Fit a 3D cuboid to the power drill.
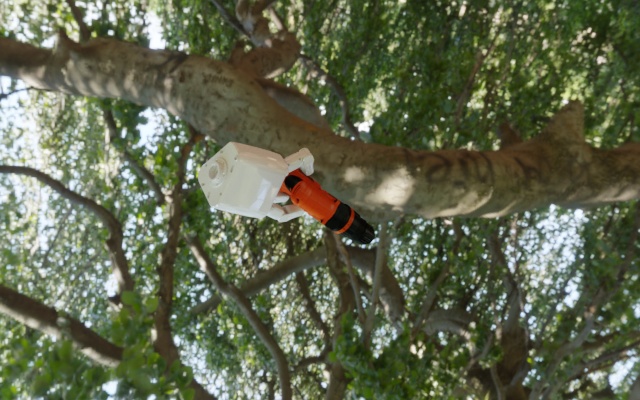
[{"bbox_3d":[0.000,0.003,0.875,0.184,0.057,0.187,36,0,-31],"label":"power drill"}]
